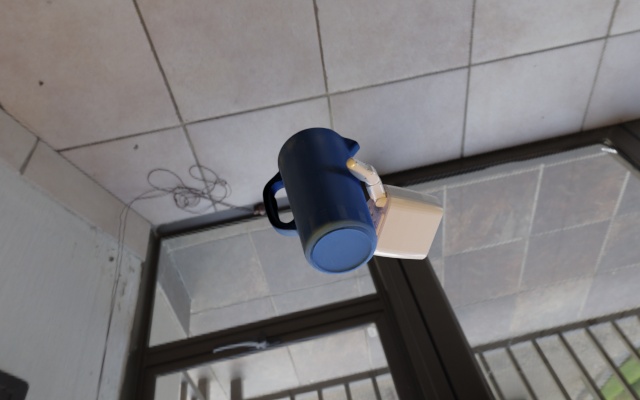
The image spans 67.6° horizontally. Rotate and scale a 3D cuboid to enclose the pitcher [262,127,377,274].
[{"bbox_3d":[0.000,0.003,0.769,0.145,0.149,0.242,11,35,-21],"label":"pitcher"}]
